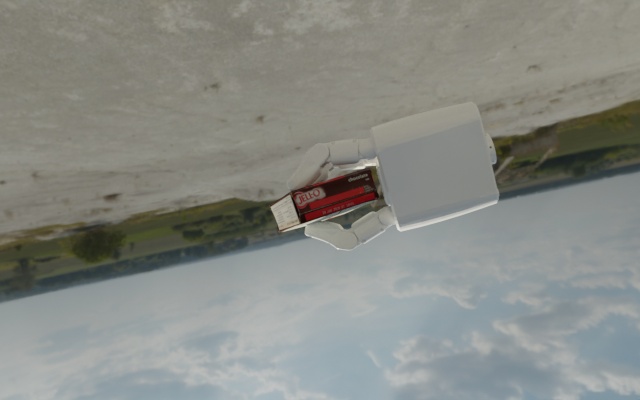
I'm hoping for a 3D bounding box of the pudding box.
[{"bbox_3d":[0.000,0.002,0.520,0.090,0.039,0.113,-16,-5,-18],"label":"pudding box"}]
